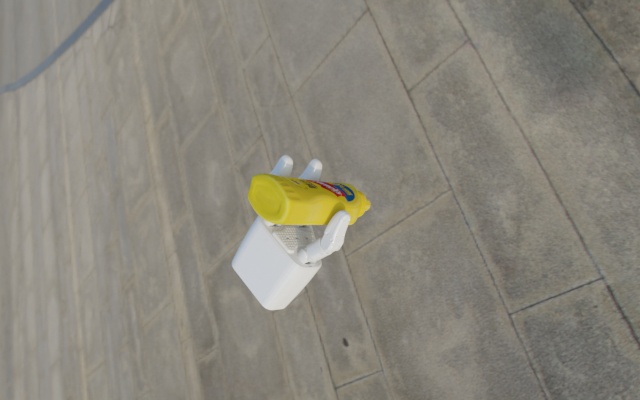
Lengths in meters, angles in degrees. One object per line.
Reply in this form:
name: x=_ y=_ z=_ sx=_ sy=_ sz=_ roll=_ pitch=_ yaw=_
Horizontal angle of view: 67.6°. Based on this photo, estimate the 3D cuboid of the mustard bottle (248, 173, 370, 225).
mustard bottle: x=0.000 y=0.002 z=0.678 sx=0.191 sy=0.058 sz=0.096 roll=4 pitch=18 yaw=-42
